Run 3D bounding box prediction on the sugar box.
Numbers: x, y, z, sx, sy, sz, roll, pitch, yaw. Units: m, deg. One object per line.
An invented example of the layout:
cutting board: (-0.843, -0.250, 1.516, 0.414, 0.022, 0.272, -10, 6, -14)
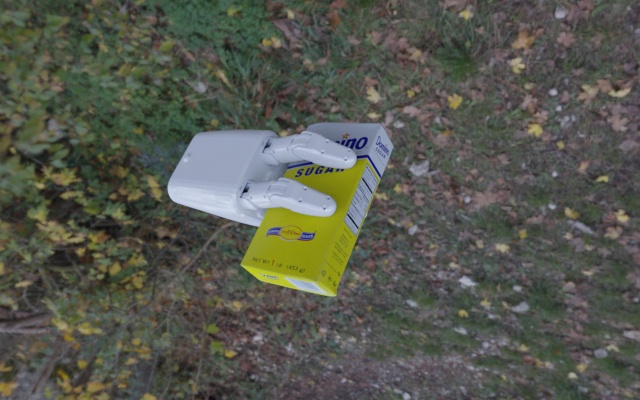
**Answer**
sugar box: (0.000, 0.001, 0.477, 0.093, 0.176, 0.048, 6, -26, 34)
